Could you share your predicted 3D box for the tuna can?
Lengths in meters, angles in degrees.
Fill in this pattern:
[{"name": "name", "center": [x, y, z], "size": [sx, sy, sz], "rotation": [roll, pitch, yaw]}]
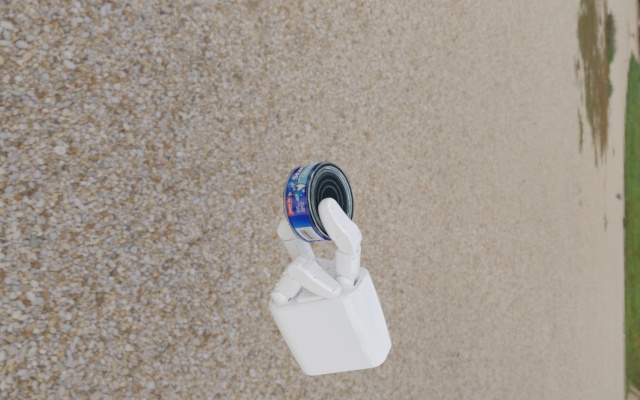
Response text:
[{"name": "tuna can", "center": [0.001, 0.002, 0.513], "size": [0.034, 0.086, 0.086], "rotation": [-8, -5, 37]}]
